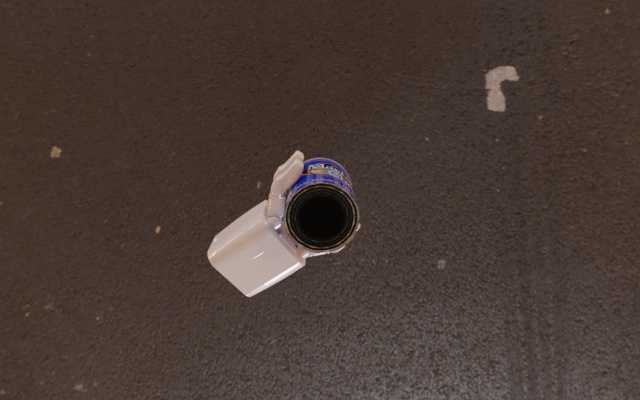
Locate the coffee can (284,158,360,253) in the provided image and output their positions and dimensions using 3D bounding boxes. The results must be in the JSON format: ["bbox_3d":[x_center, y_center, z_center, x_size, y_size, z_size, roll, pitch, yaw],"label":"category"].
[{"bbox_3d":[0.000,0.002,0.706,0.103,0.103,0.140,0,18,-1],"label":"coffee can"}]
